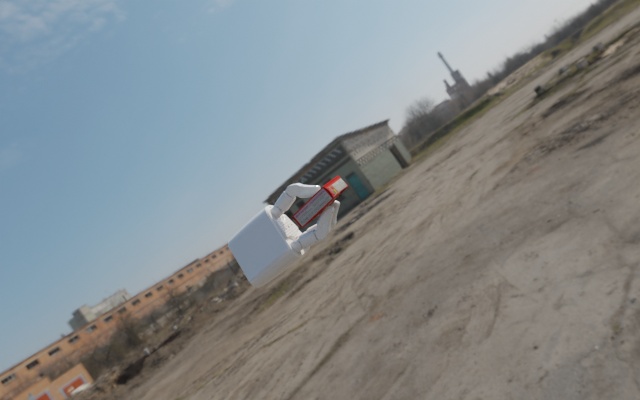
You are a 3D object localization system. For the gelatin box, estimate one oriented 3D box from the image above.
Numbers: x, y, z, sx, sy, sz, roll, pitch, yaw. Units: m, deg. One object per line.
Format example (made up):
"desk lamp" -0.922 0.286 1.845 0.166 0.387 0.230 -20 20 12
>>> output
"gelatin box" 0.000 0.002 0.831 0.089 0.030 0.073 -45 -4 29
